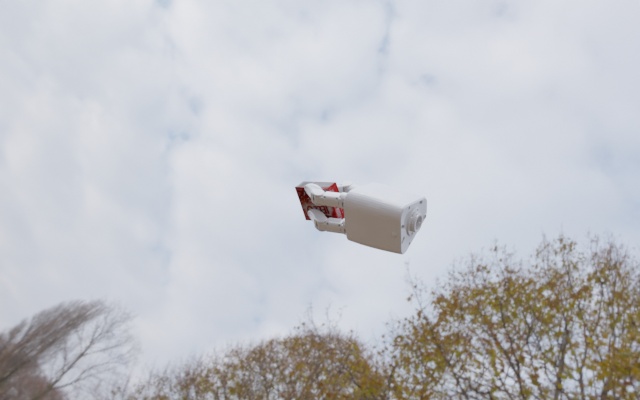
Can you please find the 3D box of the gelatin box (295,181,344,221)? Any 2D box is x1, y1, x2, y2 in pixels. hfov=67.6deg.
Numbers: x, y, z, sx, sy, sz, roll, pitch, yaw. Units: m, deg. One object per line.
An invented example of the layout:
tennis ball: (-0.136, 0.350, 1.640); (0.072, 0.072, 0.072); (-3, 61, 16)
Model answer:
gelatin box: (0.000, 0.003, 0.898); (0.089, 0.073, 0.030); (4, 31, 43)
